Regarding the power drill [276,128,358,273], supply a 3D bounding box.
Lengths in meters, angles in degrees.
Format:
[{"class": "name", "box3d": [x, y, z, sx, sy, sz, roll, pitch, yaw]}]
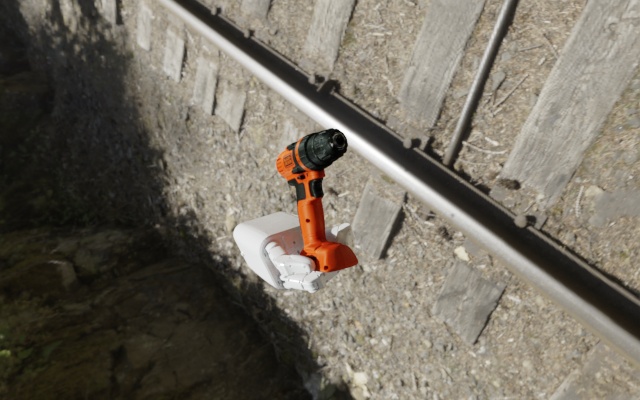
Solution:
[{"class": "power drill", "box3d": [0.000, 0.003, 0.662, 0.057, 0.187, 0.184, -10, -1, -23]}]
